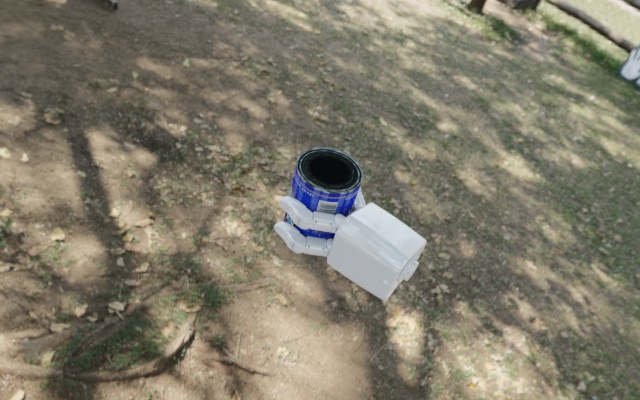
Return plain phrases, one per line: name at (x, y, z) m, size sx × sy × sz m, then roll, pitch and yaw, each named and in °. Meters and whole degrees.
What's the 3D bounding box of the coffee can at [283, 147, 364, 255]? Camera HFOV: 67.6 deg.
coffee can at (0.000, 0.002, 0.747) m, size 0.103 × 0.140 × 0.102 m, roll 8°, pitch 43°, yaw -8°
